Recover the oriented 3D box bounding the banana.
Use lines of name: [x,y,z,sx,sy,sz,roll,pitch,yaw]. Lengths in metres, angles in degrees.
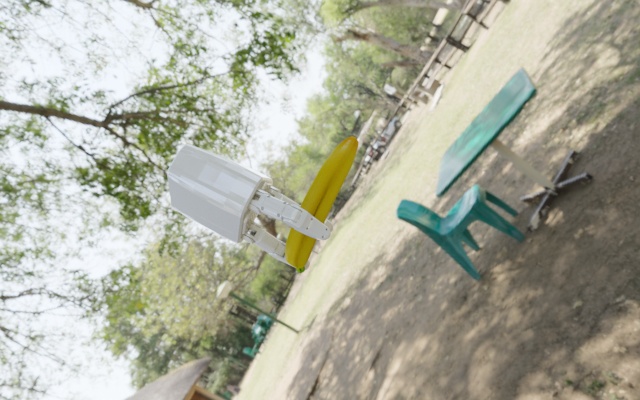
banana: [-0.004,0.007,0.609,0.037,0.198,0.069,25,9,4]
